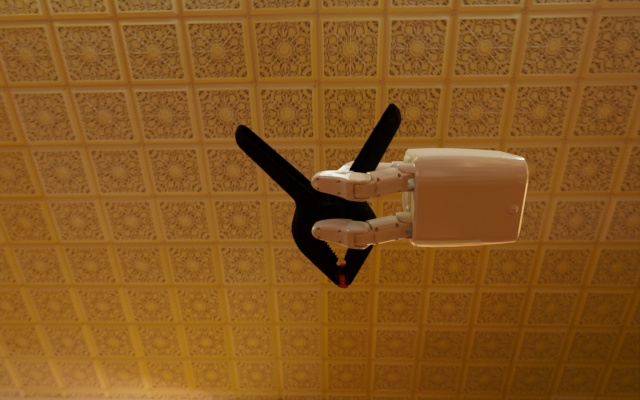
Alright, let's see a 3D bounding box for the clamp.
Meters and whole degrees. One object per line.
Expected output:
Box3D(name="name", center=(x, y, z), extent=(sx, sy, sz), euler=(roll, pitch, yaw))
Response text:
Box3D(name="clamp", center=(0.000, 0.002, 0.509), extent=(0.164, 0.210, 0.036), euler=(0, 28, 6))
